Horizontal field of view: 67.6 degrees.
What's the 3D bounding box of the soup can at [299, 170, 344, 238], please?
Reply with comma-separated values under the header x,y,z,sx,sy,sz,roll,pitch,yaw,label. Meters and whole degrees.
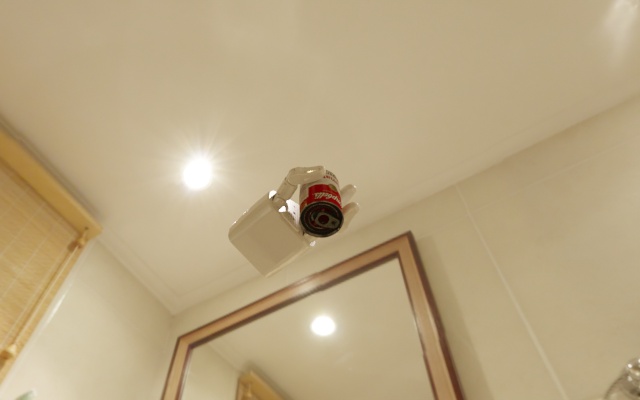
x,y,z,sx,sy,sz,roll,pitch,yaw,label
0.000,0.002,0.762,0.068,0.068,0.102,0,33,-2,soup can
